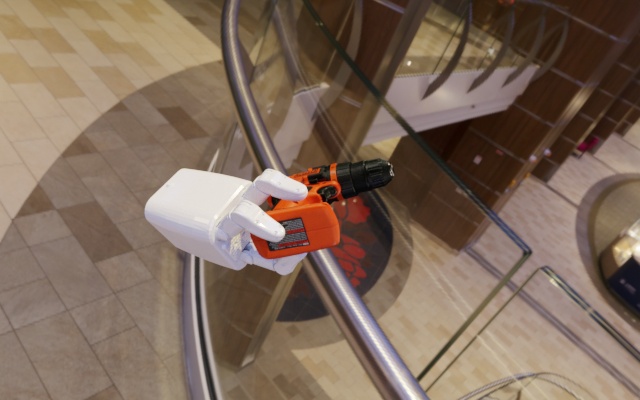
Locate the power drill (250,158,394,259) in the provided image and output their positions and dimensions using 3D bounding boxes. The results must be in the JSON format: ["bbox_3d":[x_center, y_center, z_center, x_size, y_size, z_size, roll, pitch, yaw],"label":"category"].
[{"bbox_3d":[0.000,0.002,0.608,0.184,0.057,0.187,-14,16,16],"label":"power drill"}]
